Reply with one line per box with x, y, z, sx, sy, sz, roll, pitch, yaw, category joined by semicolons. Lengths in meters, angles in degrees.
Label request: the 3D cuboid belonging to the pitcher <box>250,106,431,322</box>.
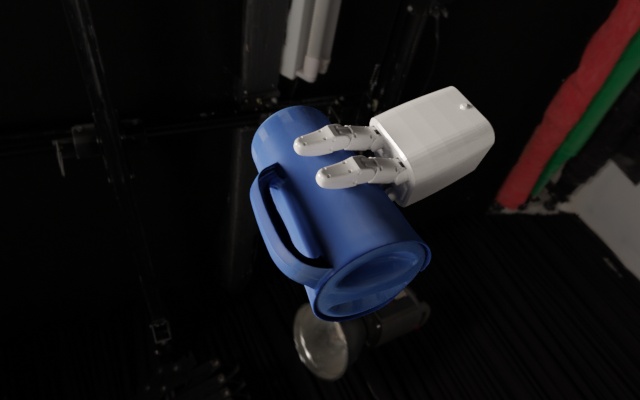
0.000;0.002;0.538;0.145;0.242;0.149;-26;-36;-6;pitcher
